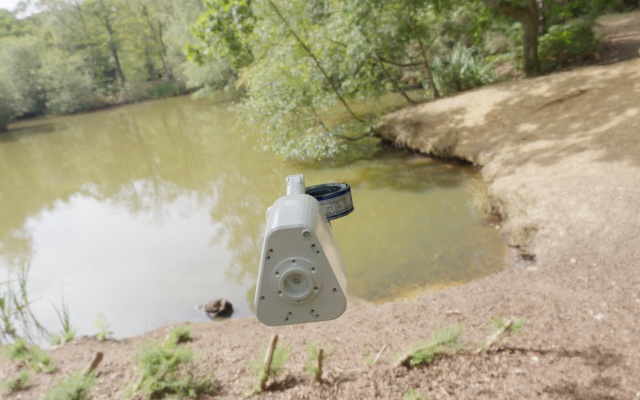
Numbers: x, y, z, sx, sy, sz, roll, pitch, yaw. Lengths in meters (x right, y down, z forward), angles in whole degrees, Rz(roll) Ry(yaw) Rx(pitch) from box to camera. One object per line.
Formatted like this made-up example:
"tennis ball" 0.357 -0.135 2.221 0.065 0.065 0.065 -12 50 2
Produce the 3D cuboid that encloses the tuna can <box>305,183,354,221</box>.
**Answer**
"tuna can" 0.000 0.001 0.632 0.086 0.034 0.086 -10 12 2
